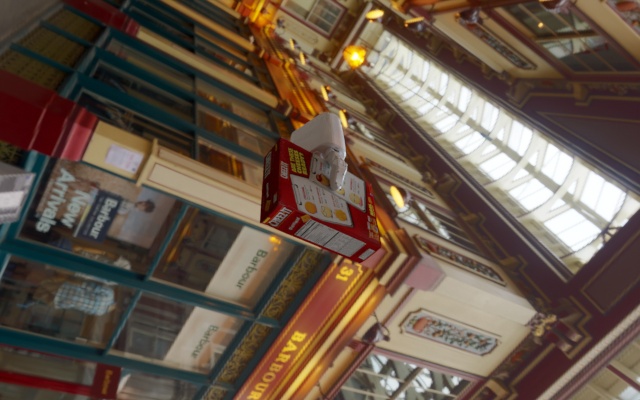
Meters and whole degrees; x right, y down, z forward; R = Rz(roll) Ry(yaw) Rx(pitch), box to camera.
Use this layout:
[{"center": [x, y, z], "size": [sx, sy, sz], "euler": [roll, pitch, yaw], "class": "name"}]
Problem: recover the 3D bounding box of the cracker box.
[{"center": [0.000, 0.003, 0.858], "size": [0.214, 0.164, 0.072], "euler": [24, -50, -26], "class": "cracker box"}]
